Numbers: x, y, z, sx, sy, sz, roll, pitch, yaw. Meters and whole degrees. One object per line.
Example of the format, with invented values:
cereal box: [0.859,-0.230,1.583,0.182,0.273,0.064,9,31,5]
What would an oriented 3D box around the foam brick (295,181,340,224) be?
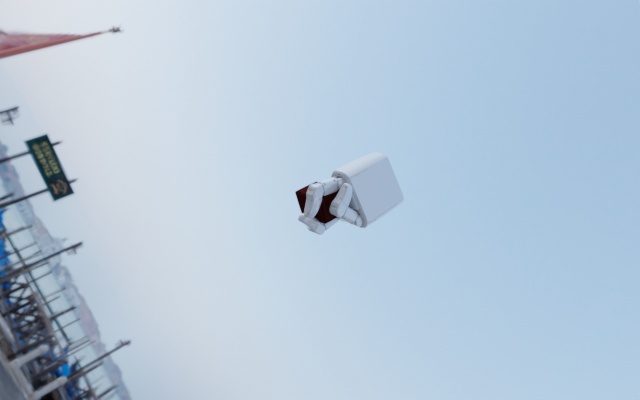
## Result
foam brick: [0.000,0.003,0.888,0.051,0.053,0.078,-29,28,-29]
